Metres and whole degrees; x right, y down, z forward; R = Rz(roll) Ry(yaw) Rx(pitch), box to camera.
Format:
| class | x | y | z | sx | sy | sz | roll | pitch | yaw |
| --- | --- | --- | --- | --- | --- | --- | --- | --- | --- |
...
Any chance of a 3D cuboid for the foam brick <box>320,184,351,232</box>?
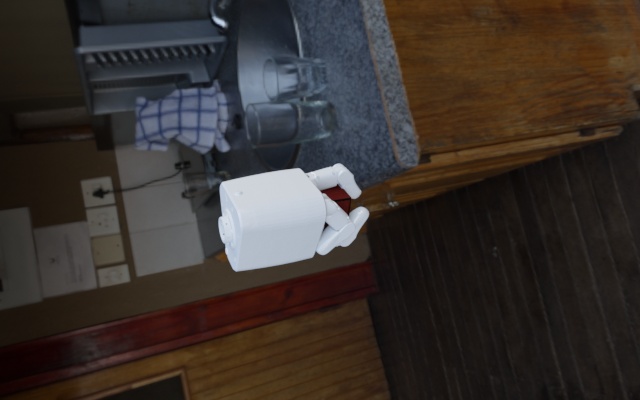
| class | x | y | z | sx | sy | sz | roll | pitch | yaw |
| --- | --- | --- | --- | --- | --- | --- | --- | --- | --- |
| foam brick | 0.000 | 0.002 | 0.651 | 0.051 | 0.053 | 0.078 | -10 | 34 | -23 |
